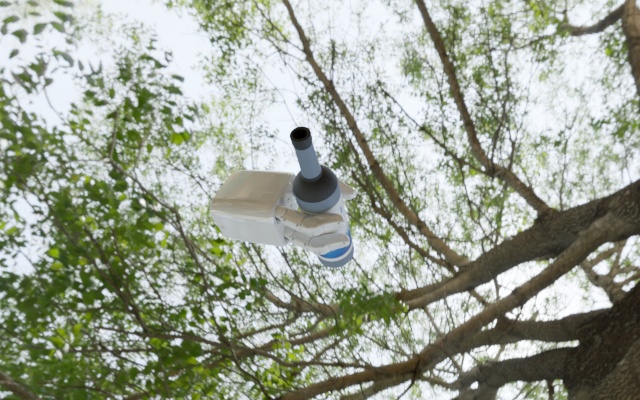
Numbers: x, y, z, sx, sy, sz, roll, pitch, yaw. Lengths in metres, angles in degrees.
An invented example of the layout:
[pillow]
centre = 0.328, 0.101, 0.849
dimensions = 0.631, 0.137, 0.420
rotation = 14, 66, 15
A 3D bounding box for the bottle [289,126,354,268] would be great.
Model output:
[bottle]
centre = 0.000, 0.002, 0.713
dimensions = 0.069, 0.069, 0.296
rotation = 0, -36, 12
